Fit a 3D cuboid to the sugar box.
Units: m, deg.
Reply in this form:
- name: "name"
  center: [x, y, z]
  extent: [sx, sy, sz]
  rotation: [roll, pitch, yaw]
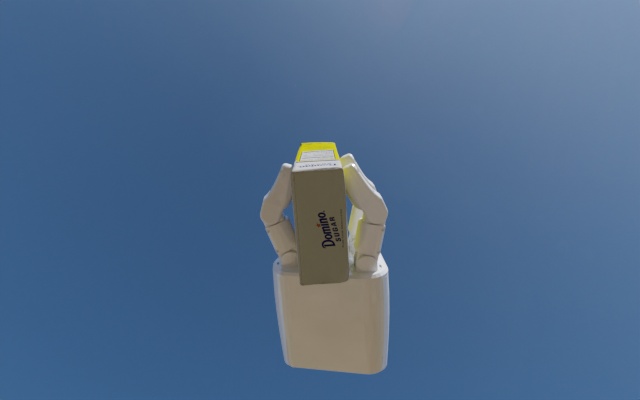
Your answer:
- name: "sugar box"
  center: [0.001, 0.002, 0.441]
  extent: [0.048, 0.093, 0.176]
  rotation: [-5, 14, -2]
